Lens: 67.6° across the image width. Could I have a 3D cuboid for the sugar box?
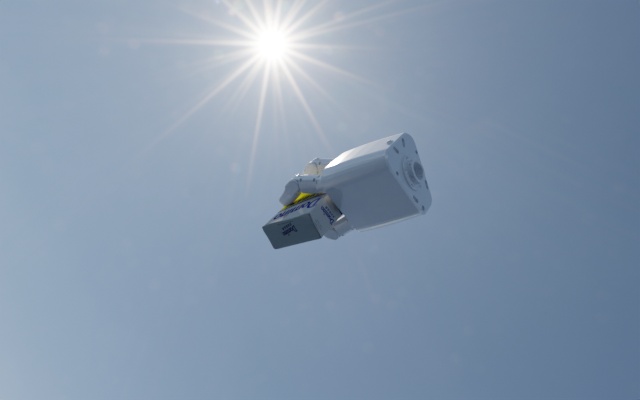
[{"bbox_3d":[0.000,0.002,0.712,0.093,0.048,0.176,-17,16,38],"label":"sugar box"}]
